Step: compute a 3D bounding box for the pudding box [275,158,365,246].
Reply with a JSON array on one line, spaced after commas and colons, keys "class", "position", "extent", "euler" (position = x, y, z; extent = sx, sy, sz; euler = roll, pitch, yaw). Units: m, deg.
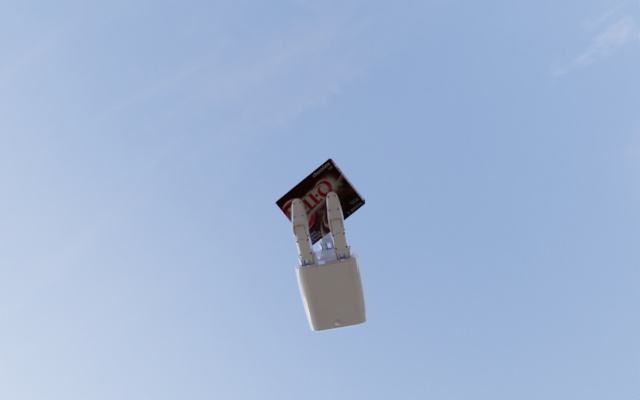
[{"class": "pudding box", "position": [0.000, 0.002, 0.749], "extent": [0.113, 0.090, 0.039], "euler": [-39, 2, 7]}]
